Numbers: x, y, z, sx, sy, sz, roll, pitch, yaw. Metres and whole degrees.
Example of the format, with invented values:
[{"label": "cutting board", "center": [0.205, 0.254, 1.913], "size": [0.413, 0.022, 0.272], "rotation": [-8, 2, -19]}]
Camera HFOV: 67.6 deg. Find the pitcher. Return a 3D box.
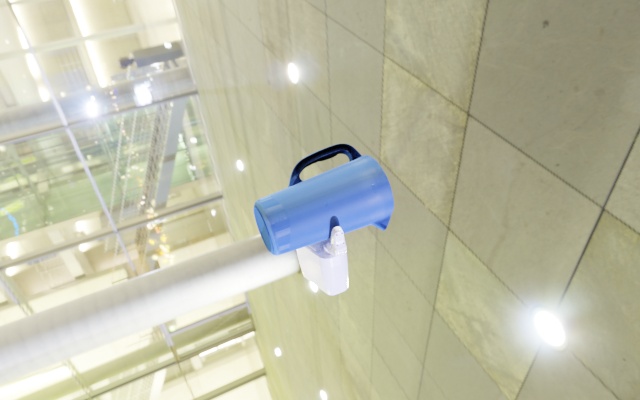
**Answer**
[{"label": "pitcher", "center": [0.000, 0.003, 0.897], "size": [0.243, 0.145, 0.149], "rotation": [-20, 36, -17]}]
